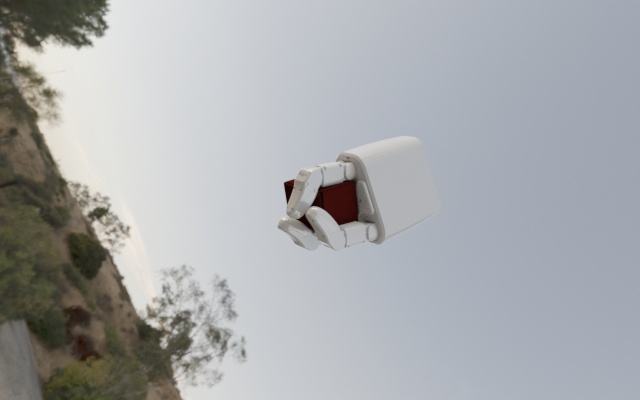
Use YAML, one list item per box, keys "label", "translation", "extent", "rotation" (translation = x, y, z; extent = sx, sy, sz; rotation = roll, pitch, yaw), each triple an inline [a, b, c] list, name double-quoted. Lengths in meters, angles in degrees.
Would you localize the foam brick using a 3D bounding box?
- label: "foam brick"
  translation: [0.000, 0.002, 0.576]
  extent: [0.051, 0.053, 0.078]
  rotation: [-19, 22, -32]
